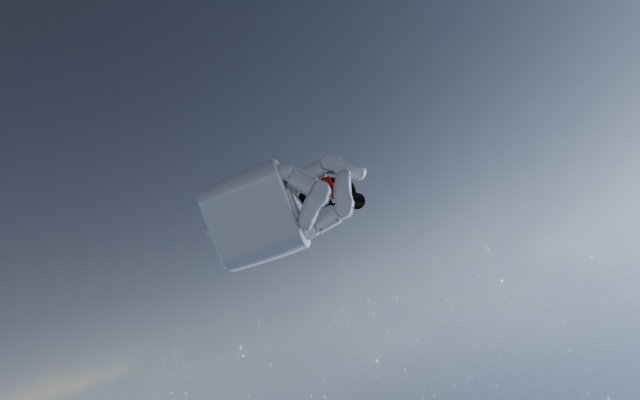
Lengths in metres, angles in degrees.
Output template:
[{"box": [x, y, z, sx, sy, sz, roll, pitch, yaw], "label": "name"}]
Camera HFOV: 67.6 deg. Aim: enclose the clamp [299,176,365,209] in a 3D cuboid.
[{"box": [0.000, 0.003, 0.678, 0.120, 0.039, 0.171, -21, -14, 5], "label": "clamp"}]
